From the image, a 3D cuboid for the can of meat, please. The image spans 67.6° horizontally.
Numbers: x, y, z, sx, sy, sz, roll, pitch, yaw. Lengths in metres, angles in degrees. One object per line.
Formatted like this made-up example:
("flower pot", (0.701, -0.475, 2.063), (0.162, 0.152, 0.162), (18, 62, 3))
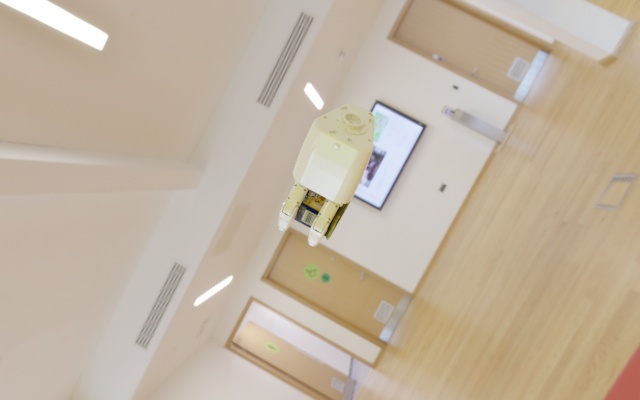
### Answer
("can of meat", (0.000, 0.002, 0.784), (0.084, 0.057, 0.102), (28, 47, 5))
